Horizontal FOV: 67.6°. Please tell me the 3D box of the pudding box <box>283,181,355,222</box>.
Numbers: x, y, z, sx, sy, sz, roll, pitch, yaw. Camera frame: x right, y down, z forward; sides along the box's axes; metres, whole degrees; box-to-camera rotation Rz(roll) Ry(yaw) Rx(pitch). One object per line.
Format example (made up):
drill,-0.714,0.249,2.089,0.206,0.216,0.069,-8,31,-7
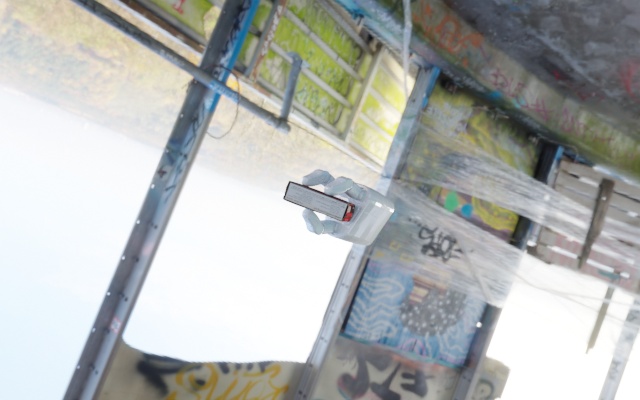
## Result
pudding box,0.000,0.003,0.835,0.113,0.039,0.090,19,0,11
